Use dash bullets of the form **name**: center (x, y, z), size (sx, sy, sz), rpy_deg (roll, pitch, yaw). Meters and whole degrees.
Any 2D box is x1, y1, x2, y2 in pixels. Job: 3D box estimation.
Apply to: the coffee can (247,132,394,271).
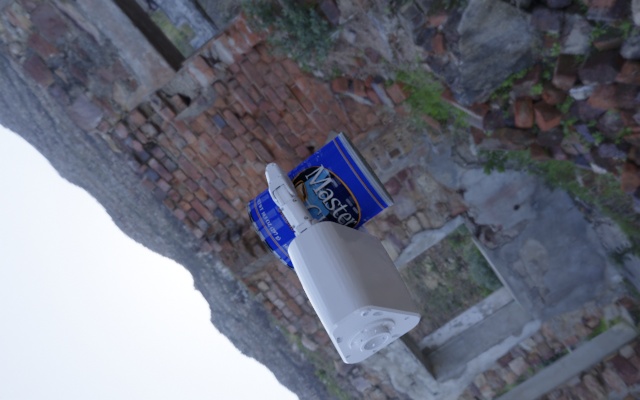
- **coffee can**: center (0.000, 0.002, 0.562), size (0.140, 0.103, 0.103), rpy_deg (-36, -7, 9)
